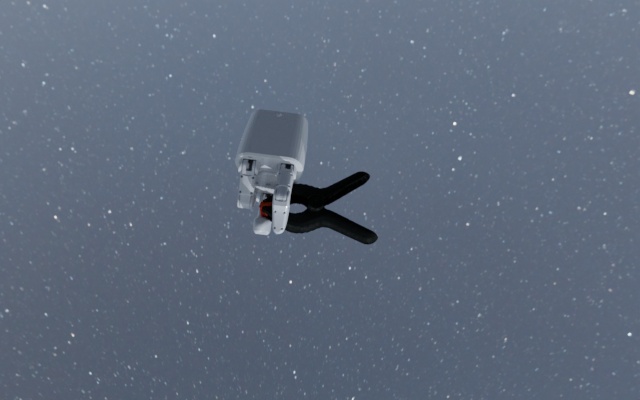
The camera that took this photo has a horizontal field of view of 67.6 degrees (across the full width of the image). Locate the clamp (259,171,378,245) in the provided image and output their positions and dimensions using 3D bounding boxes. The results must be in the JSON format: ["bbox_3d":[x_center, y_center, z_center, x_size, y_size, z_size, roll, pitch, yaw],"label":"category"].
[{"bbox_3d":[0.000,0.003,0.697,0.171,0.120,0.039,7,-40,0],"label":"clamp"}]
